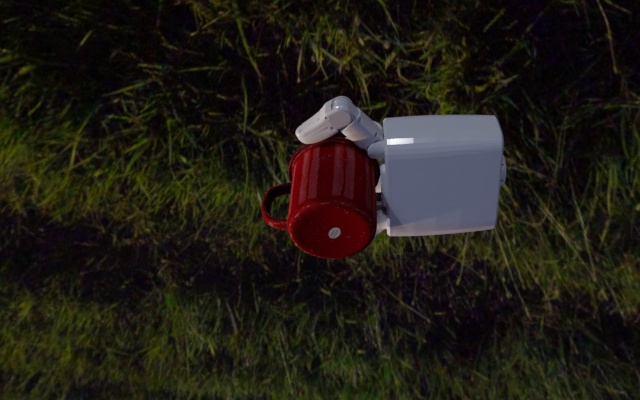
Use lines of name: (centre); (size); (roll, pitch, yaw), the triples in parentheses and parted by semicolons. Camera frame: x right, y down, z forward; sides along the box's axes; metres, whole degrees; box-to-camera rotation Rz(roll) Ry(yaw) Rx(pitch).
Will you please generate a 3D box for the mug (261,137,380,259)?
mug: (-0.001, 0.002, 0.456); (0.117, 0.093, 0.081); (-4, 44, 7)
